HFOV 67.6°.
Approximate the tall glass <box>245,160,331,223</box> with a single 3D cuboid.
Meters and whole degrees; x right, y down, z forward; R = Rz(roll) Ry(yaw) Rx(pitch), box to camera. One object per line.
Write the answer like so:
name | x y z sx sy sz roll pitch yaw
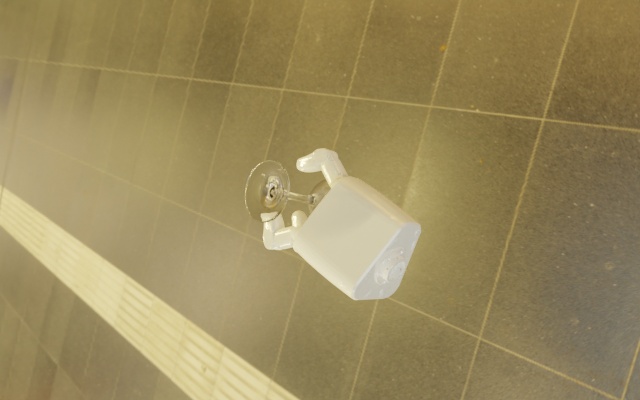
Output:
tall glass | 0.000 0.002 0.634 0.079 0.079 0.201 0 -7 40
